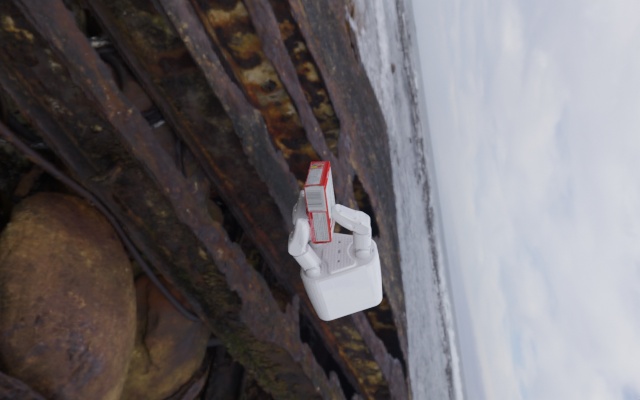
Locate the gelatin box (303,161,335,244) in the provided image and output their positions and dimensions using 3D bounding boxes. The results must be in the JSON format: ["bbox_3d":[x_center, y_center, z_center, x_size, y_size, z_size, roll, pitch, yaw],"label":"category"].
[{"bbox_3d":[0.001,0.002,0.641,0.030,0.089,0.073,-2,30,9],"label":"gelatin box"}]
